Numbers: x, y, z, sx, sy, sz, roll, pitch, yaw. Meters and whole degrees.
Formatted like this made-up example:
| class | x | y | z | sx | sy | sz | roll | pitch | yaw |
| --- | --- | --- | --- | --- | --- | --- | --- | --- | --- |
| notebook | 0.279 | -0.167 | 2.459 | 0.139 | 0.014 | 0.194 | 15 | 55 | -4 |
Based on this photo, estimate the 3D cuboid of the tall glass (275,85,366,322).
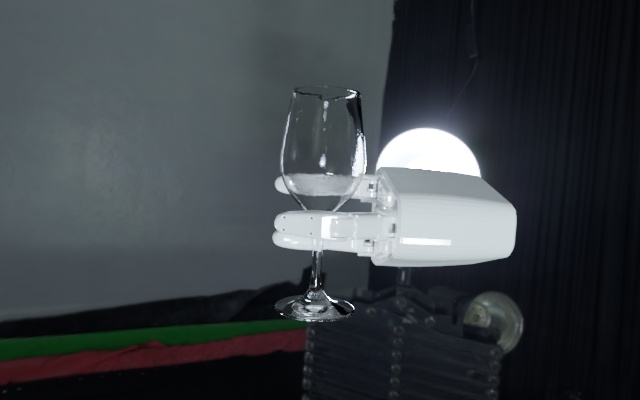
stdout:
| class | x | y | z | sx | sy | sz | roll | pitch | yaw |
| --- | --- | --- | --- | --- | --- | --- | --- | --- | --- |
| tall glass | 0.000 | 0.002 | 0.436 | 0.079 | 0.201 | 0.079 | 3 | 5 | 0 |
